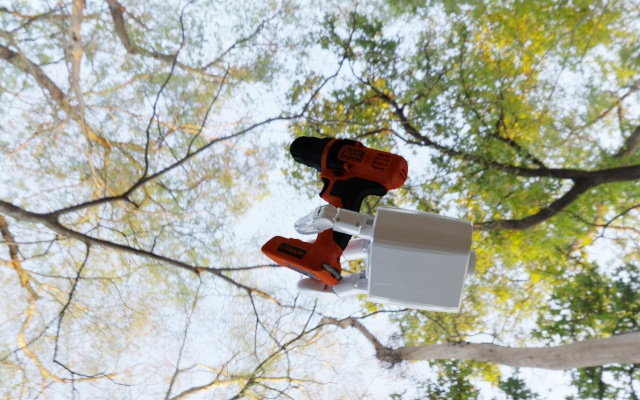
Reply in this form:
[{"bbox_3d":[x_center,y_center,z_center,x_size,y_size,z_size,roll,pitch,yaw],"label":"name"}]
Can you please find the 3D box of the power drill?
[{"bbox_3d":[0.000,0.003,0.621,0.184,0.187,0.057,17,-18,37],"label":"power drill"}]
